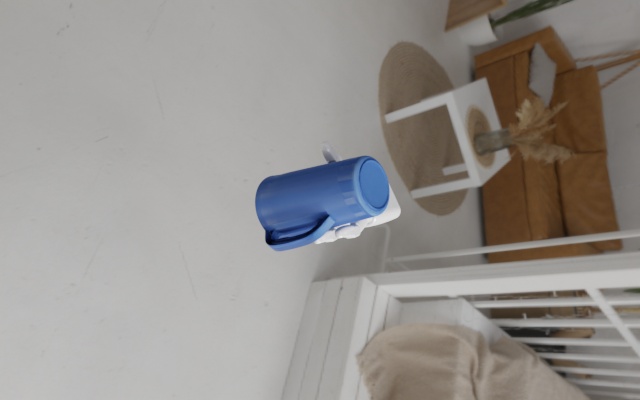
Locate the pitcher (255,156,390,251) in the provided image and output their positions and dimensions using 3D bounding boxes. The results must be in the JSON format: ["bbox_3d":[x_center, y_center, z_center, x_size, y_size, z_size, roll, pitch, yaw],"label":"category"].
[{"bbox_3d":[0.000,0.003,0.890,0.243,0.149,0.145,-13,-2,40],"label":"pitcher"}]
